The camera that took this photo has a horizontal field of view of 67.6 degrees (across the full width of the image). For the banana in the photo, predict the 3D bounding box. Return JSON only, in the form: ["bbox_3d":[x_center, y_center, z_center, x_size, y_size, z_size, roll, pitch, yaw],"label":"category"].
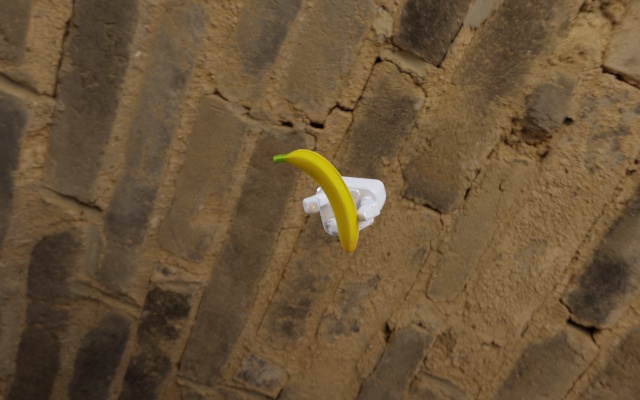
[{"bbox_3d":[0.012,-0.011,0.759,0.070,0.198,0.037,-38,1,21],"label":"banana"}]
